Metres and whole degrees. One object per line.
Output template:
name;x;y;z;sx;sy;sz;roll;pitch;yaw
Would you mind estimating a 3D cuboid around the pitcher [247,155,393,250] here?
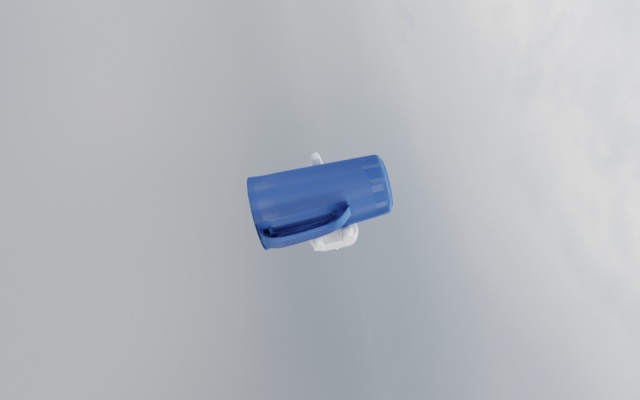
pitcher;0.000;0.003;0.838;0.243;0.149;0.145;-14;-15;1
